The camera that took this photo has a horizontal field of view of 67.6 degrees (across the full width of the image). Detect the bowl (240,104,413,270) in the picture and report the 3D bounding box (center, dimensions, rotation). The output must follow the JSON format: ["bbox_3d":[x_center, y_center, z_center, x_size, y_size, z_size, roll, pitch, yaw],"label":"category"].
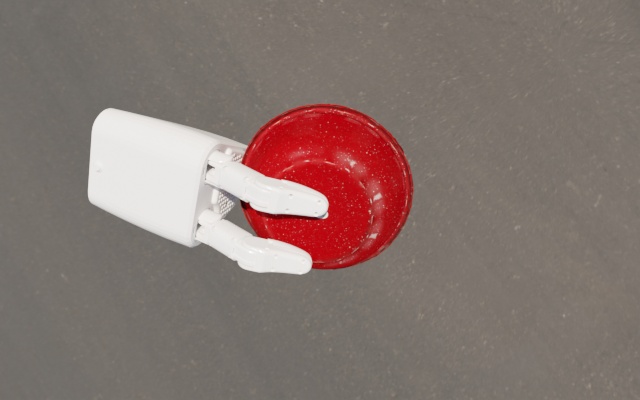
[{"bbox_3d":[0.001,0.002,0.415,0.162,0.162,0.055,0,22,7],"label":"bowl"}]
